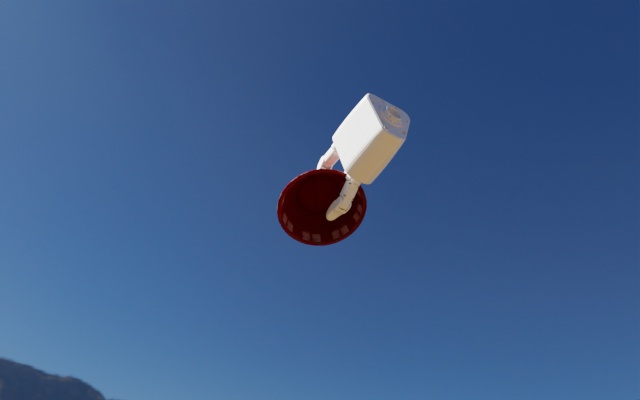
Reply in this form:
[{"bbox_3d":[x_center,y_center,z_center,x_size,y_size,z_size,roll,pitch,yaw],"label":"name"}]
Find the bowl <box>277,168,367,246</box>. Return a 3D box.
[{"bbox_3d":[-0.001,0.004,0.874,0.162,0.162,0.055,0,30,-9],"label":"bowl"}]
